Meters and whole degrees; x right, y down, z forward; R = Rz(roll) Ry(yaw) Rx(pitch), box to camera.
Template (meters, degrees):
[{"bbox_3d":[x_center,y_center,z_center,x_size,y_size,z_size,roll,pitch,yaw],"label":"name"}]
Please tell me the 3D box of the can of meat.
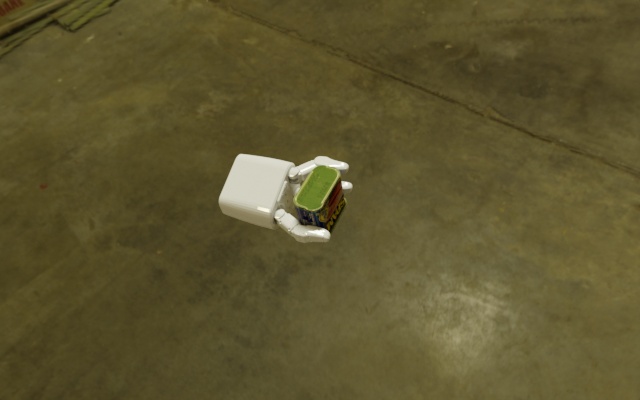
[{"bbox_3d":[0.000,0.003,0.801,0.057,0.102,0.084,17,-34,22],"label":"can of meat"}]
